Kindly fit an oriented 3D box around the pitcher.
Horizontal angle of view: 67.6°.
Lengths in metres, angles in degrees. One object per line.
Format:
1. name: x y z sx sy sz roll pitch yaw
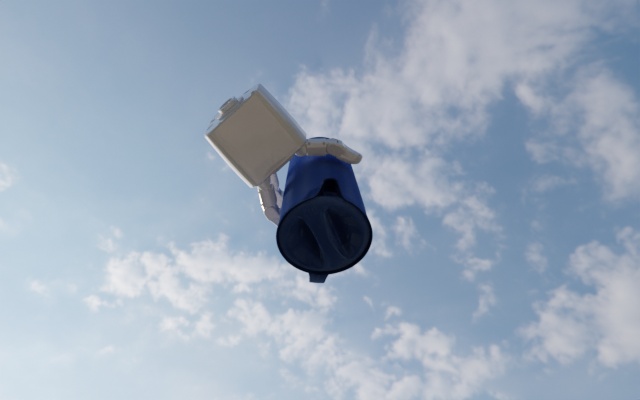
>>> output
1. pitcher: 0.000 0.002 0.759 0.149 0.145 0.242 -37 25 18
